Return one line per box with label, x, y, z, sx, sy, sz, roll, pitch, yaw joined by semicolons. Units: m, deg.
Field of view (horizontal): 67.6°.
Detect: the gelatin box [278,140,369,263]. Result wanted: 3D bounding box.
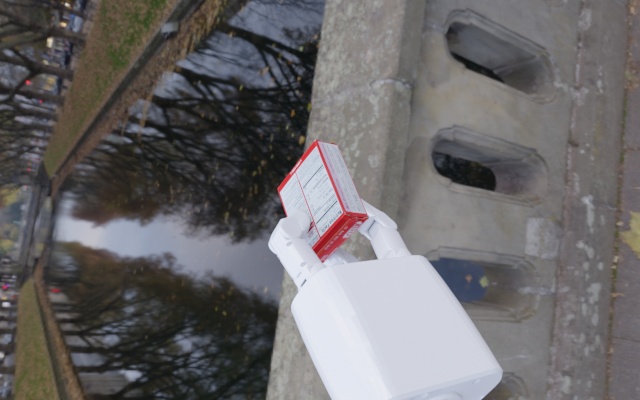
gelatin box;0.000;0.001;0.439;0.030;0.089;0.073;7;-42;-37
